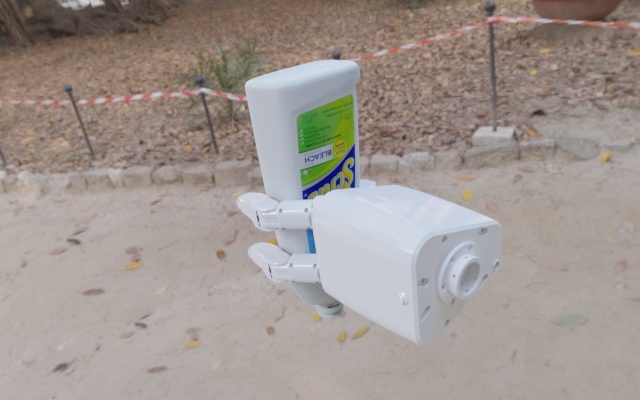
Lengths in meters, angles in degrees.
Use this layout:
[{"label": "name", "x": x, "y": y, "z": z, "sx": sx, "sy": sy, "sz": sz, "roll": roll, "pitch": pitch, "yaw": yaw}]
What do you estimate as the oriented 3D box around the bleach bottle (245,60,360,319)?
[{"label": "bleach bottle", "x": 0.000, "y": 0.002, "z": 0.462, "sx": 0.102, "sy": 0.251, "sz": 0.068, "roll": -26, "pitch": 30, "yaw": -32}]
